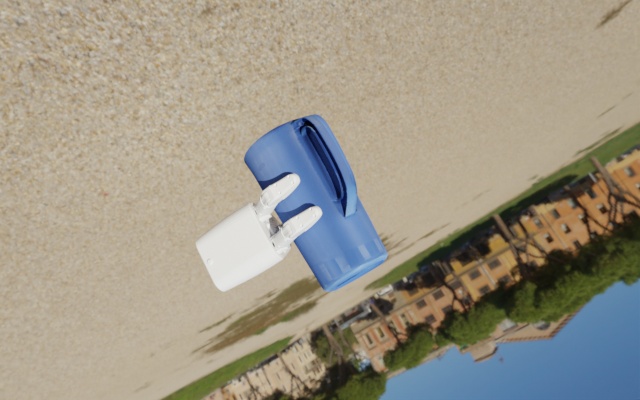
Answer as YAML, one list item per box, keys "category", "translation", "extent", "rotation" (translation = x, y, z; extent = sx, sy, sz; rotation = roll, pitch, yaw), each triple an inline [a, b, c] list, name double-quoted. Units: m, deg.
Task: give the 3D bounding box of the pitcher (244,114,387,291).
- category: "pitcher"
  translation: [0.000, 0.002, 0.706]
  extent: [0.145, 0.242, 0.149]
  rotation: [-32, -13, 9]
